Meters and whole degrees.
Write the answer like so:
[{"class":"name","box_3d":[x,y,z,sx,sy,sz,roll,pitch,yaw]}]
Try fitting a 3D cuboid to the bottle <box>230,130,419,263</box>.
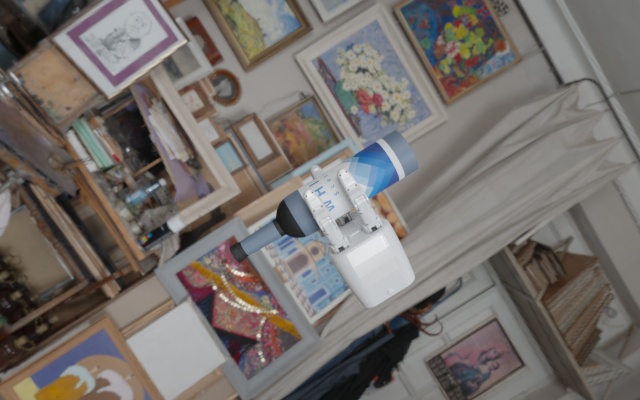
[{"class":"bottle","box_3d":[0.000,0.002,0.697,0.296,0.069,0.069,-31,0,-1]}]
